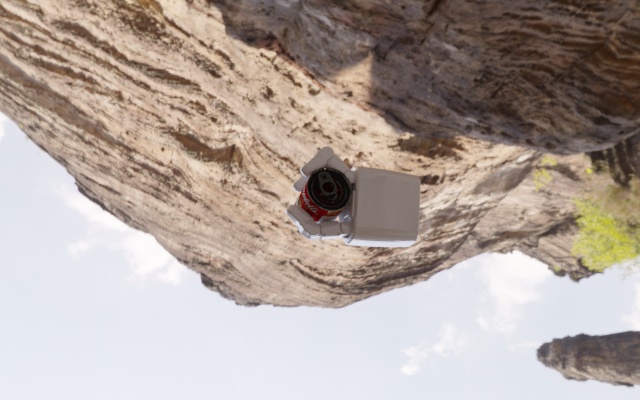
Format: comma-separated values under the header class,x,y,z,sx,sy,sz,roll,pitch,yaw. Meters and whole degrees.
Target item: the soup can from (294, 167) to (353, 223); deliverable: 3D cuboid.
class,x,y,z,sx,sy,sz,roll,pitch,yaw
soup can,0.000,0.003,0.720,0.068,0.068,0.102,0,-23,-17
